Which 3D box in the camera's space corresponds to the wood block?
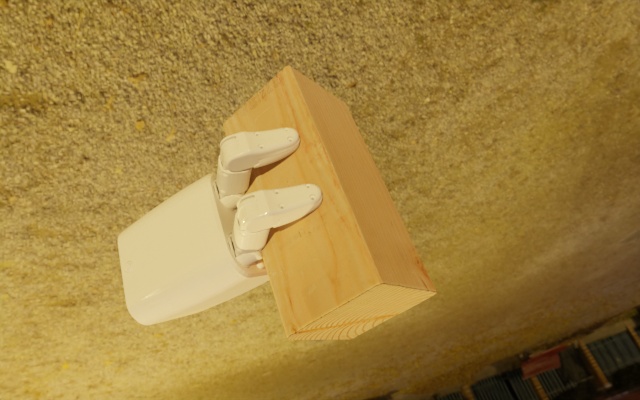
[{"bbox_3d":[0.000,0.002,0.404,0.090,0.206,0.091,-36,-32,24],"label":"wood block"}]
